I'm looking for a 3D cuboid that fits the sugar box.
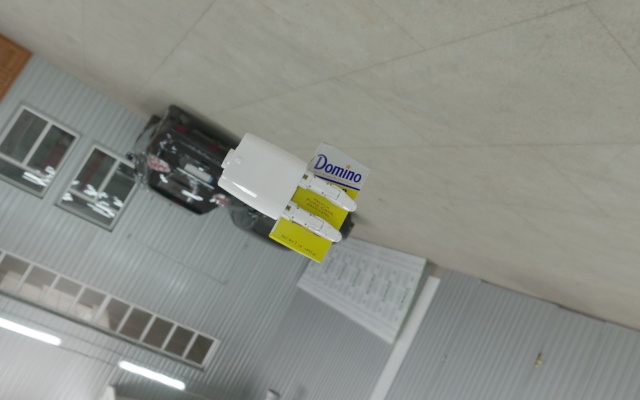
[{"bbox_3d":[0.000,0.003,0.773,0.093,0.176,0.048,29,-8,-9],"label":"sugar box"}]
